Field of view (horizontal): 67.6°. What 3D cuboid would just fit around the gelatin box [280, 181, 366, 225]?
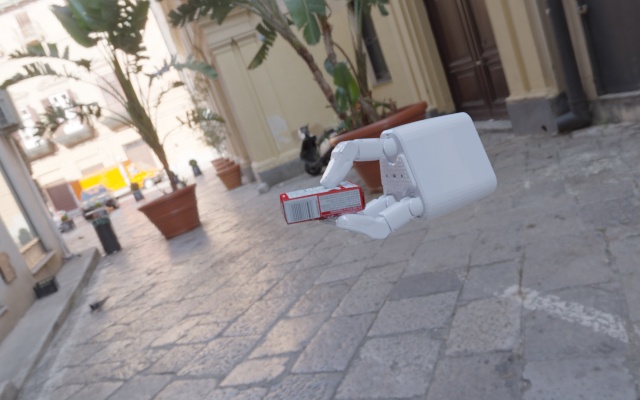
[{"bbox_3d":[0.000,0.001,0.544,0.089,0.030,0.073,-10,8,-7],"label":"gelatin box"}]
